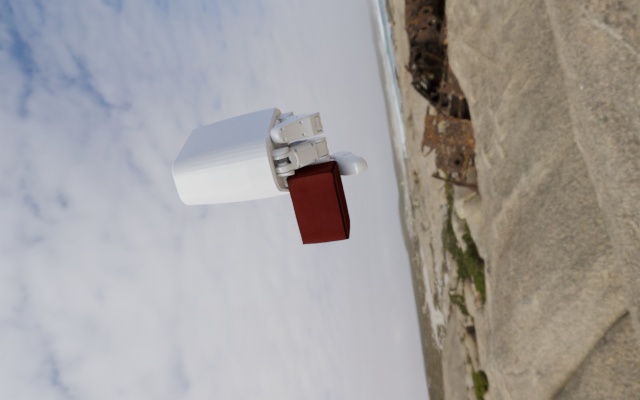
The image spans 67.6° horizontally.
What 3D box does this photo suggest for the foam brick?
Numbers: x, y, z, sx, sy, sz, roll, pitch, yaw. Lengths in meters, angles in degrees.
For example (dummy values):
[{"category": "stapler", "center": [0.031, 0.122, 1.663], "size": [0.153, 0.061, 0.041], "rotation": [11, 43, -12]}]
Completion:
[{"category": "foam brick", "center": [0.000, 0.002, 0.522], "size": [0.051, 0.078, 0.053], "rotation": [-11, 16, 9]}]
